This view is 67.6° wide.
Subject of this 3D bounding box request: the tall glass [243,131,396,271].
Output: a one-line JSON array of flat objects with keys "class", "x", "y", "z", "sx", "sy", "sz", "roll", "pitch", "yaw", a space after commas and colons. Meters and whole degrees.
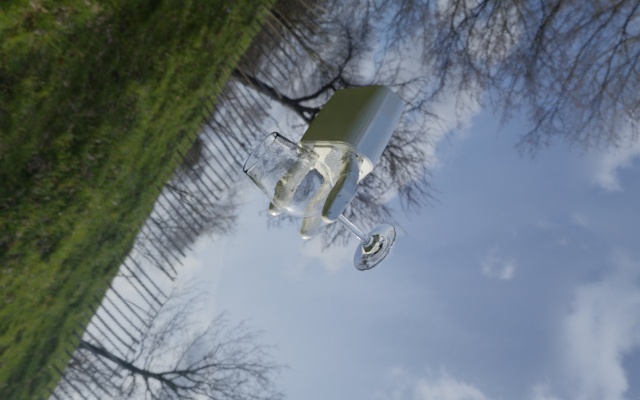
[{"class": "tall glass", "x": 0.001, "y": 0.002, "z": 0.593, "sx": 0.201, "sy": 0.079, "sz": 0.079, "roll": 40, "pitch": -17, "yaw": -21}]
